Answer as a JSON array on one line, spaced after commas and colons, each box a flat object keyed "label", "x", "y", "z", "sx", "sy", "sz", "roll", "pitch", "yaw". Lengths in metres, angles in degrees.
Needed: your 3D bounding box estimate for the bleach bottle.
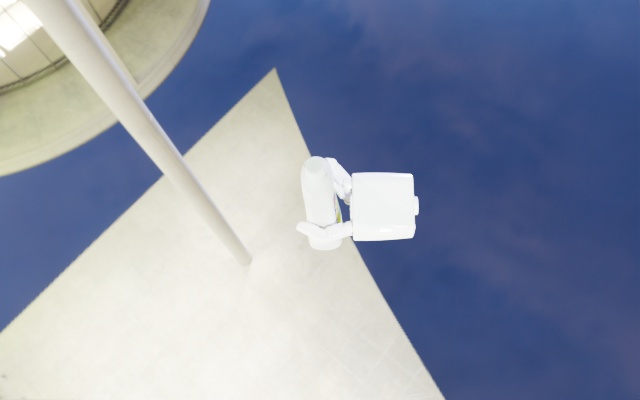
[{"label": "bleach bottle", "x": 0.000, "y": 0.003, "z": 0.847, "sx": 0.068, "sy": 0.102, "sz": 0.251, "roll": -3, "pitch": -23, "yaw": 4}]
